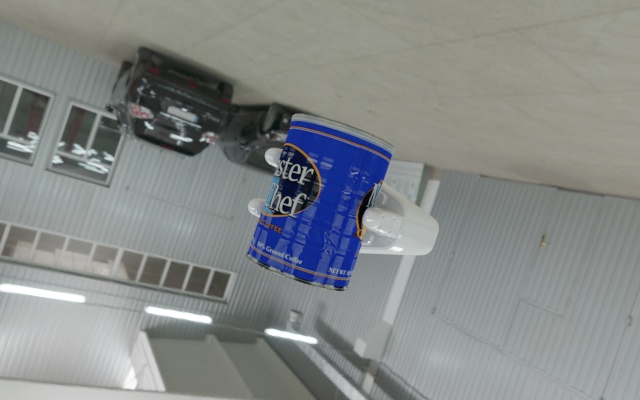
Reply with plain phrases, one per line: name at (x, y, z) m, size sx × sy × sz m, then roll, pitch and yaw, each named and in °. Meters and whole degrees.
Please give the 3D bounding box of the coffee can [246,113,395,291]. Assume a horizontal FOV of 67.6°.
coffee can at (0.000, 0.001, 0.454) m, size 0.103 × 0.140 × 0.103 m, roll 19°, pitch 0°, yaw 0°
